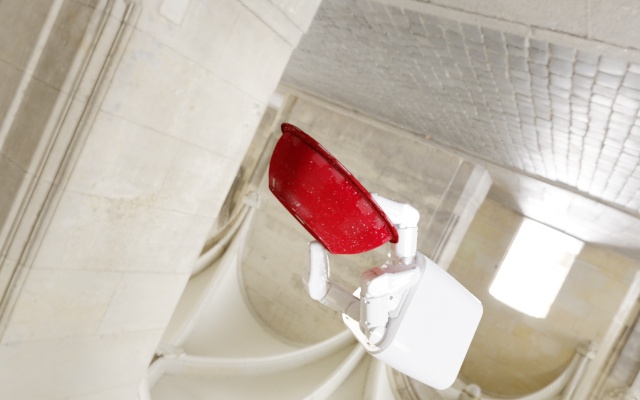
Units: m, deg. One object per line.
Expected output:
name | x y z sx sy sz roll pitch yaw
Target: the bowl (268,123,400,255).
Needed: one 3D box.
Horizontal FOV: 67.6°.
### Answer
bowl | -0.001 0.001 0.466 0.055 0.162 0.162 -44 6 -6
